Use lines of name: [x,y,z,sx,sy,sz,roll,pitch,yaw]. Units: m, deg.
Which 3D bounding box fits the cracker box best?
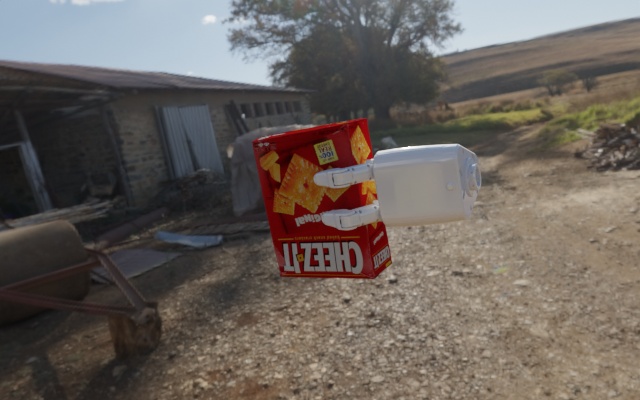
cracker box: [0.000,0.002,0.686,0.164,0.214,0.072,-4,11,33]
